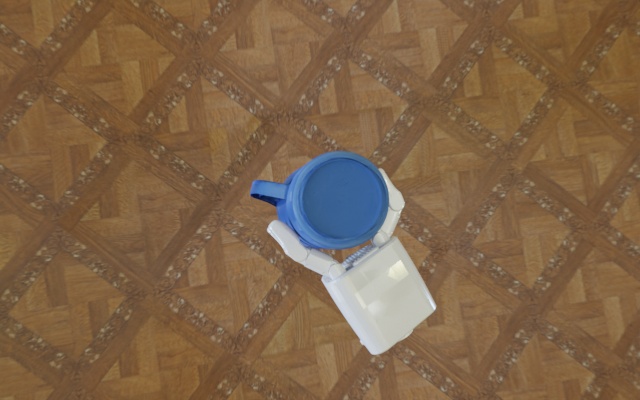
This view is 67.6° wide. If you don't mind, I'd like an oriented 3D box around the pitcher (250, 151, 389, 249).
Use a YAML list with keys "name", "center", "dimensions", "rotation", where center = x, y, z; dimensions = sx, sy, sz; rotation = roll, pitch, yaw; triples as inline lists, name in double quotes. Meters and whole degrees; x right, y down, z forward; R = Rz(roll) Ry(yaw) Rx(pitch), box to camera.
- name: "pitcher"
  center: [0.000, 0.002, 0.628]
  dimensions: [0.149, 0.145, 0.243]
  rotation: [-31, 1, -6]
